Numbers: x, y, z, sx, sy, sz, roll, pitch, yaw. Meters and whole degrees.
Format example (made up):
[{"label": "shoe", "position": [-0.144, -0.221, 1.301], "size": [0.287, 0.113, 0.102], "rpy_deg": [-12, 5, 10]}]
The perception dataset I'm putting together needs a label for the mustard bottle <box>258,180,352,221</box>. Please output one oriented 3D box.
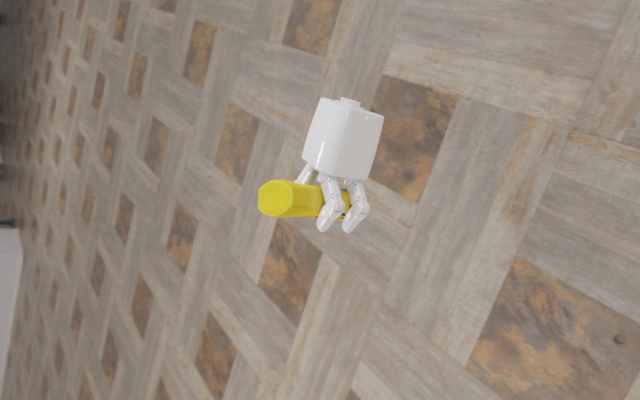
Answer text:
[{"label": "mustard bottle", "position": [0.000, 0.003, 0.786], "size": [0.191, 0.058, 0.096], "rpy_deg": [5, -7, -39]}]
